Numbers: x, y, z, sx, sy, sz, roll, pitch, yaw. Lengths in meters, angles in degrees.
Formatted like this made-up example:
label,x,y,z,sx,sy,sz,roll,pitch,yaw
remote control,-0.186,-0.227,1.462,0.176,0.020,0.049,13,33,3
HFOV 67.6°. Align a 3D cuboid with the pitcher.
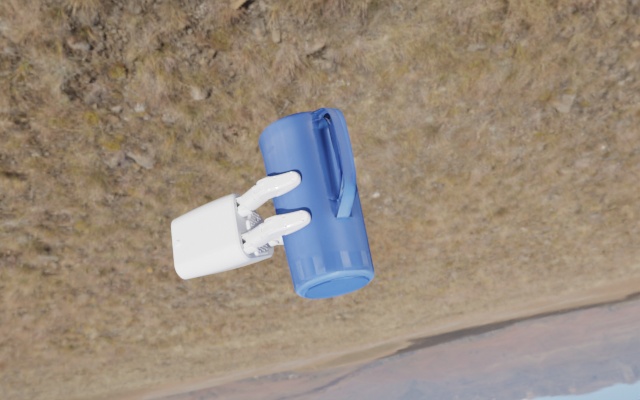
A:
label,x,y,z,sx,sy,sz,roll,pitch,yaw
pitcher,0.000,0.002,0.662,0.145,0.242,0.149,-19,-24,13
